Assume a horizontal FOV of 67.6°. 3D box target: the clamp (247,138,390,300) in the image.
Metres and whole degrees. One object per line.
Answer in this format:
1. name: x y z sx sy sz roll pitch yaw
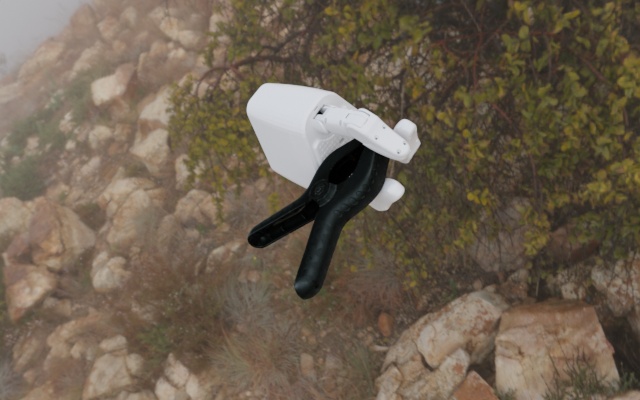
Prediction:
1. clamp: 0.000 0.001 0.458 0.120 0.171 0.039 23 -18 45
